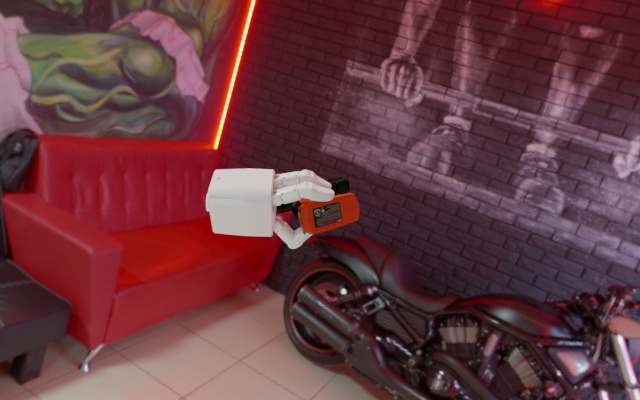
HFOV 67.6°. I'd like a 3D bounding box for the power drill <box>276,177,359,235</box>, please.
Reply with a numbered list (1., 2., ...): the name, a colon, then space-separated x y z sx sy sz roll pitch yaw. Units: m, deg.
1. power drill: 0.000 0.003 0.897 0.184 0.057 0.187 -17 15 -18
